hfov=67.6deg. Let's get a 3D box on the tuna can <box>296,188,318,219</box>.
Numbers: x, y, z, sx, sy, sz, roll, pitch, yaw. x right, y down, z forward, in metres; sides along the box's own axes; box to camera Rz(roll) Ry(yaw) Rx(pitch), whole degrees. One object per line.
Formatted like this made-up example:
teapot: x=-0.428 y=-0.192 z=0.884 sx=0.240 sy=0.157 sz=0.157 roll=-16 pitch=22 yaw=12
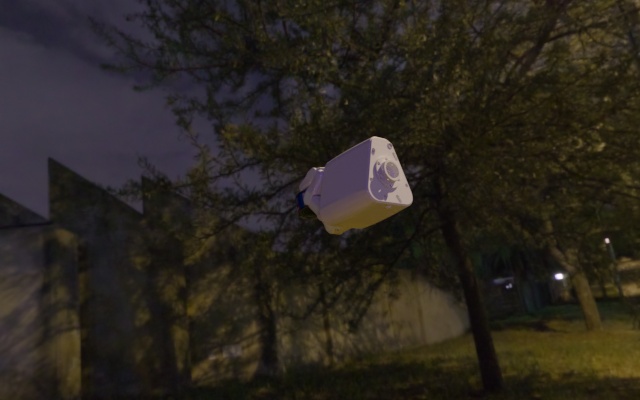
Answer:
tuna can: x=0.000 y=0.002 z=0.835 sx=0.086 sy=0.033 sz=0.086 roll=-11 pitch=-19 yaw=-4
